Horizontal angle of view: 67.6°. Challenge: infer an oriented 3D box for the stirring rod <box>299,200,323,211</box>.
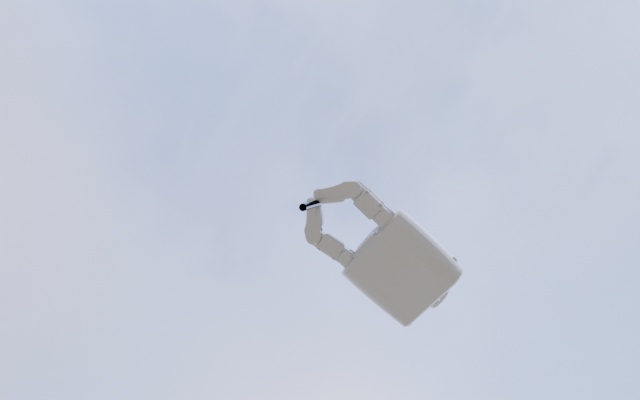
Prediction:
[{"bbox_3d":[0.000,0.002,0.608,0.011,0.011,0.239,0,2,9],"label":"stirring rod"}]
